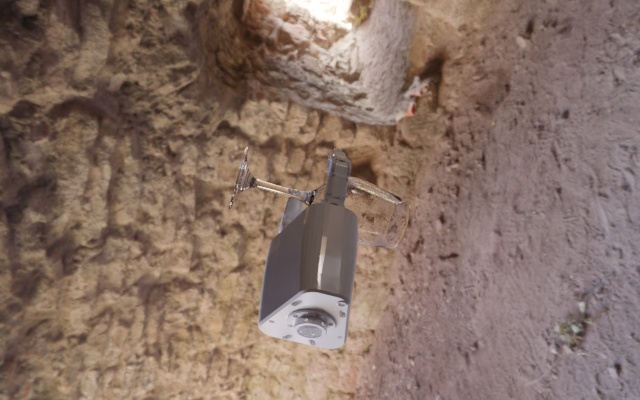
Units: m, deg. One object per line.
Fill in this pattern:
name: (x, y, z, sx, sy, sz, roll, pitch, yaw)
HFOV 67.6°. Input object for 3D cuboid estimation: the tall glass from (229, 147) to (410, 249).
tall glass: (-0.001, 0.001, 0.558, 0.201, 0.079, 0.079, 16, -3, -10)
